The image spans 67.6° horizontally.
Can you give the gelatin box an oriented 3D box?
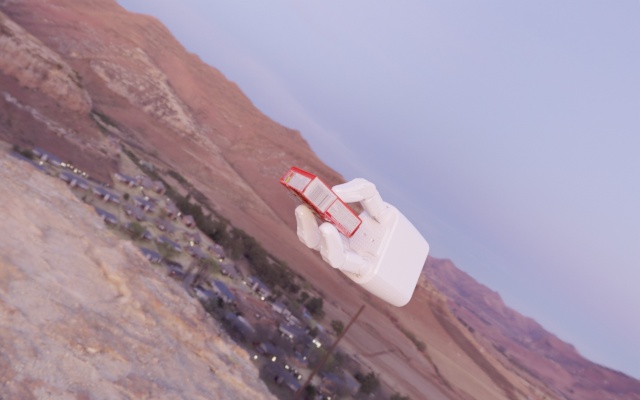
[{"bbox_3d":[0.000,0.001,0.576,0.089,0.030,0.073,44,-7,-28],"label":"gelatin box"}]
